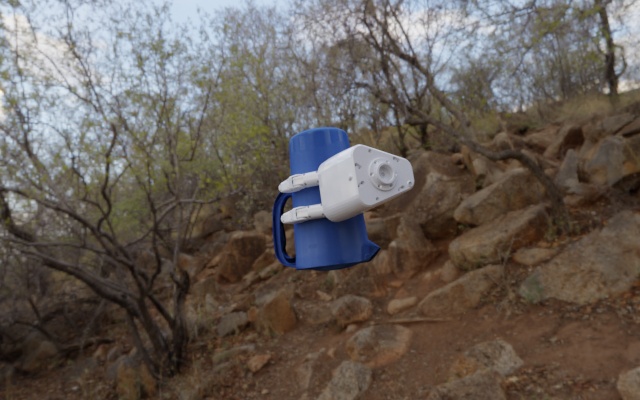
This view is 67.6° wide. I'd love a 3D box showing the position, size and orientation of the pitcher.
[{"bbox_3d":[0.000,0.003,0.844,0.149,0.242,0.145,-3,-11,-26],"label":"pitcher"}]
